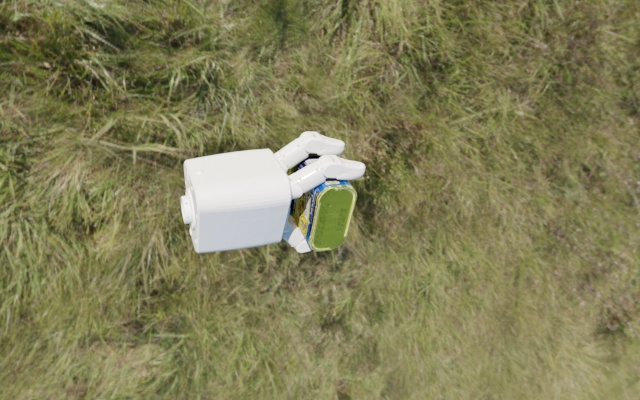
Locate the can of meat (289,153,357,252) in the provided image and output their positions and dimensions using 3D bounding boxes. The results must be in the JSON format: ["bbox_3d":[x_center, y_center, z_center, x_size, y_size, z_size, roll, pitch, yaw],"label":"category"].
[{"bbox_3d":[0.000,0.002,0.612,0.057,0.102,0.084,-5,35,-23],"label":"can of meat"}]
